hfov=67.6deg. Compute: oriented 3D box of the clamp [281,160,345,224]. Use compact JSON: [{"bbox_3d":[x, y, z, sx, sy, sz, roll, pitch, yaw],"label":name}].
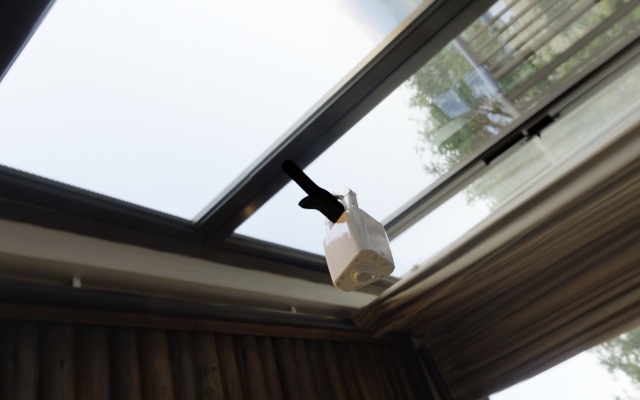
[{"bbox_3d":[0.000,0.003,0.874,0.039,0.120,0.171,-39,-53,21],"label":"clamp"}]
